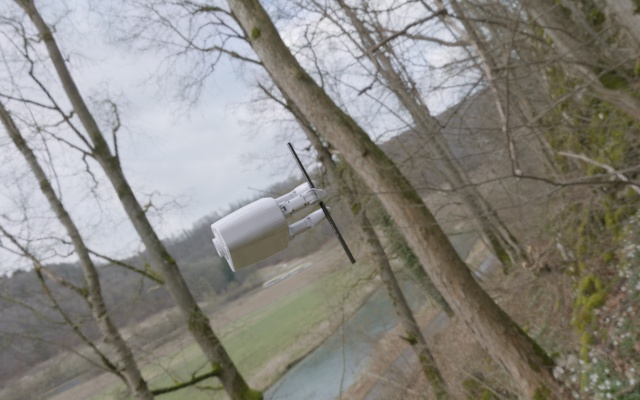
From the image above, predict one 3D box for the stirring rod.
[{"bbox_3d":[0.000,0.003,0.829,0.011,0.239,0.011,-28,-9,-5],"label":"stirring rod"}]
